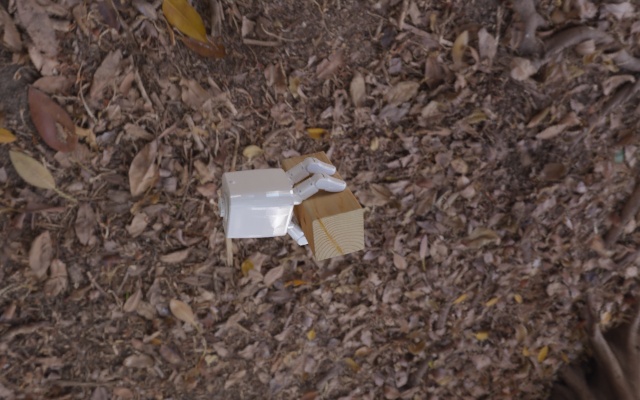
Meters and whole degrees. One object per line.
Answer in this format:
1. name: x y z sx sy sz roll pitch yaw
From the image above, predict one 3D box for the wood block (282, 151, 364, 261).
1. wood block: 0.000 0.003 0.871 0.090 0.091 0.206 -13 37 -12
